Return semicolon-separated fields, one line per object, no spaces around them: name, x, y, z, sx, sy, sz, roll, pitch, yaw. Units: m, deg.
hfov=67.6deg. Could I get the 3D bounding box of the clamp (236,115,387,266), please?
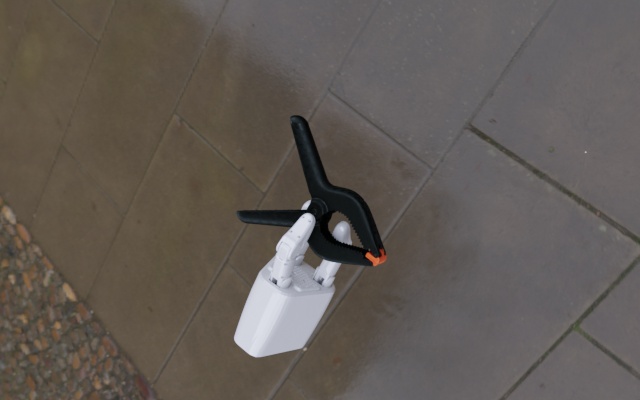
clamp;0.000;0.002;0.597;0.210;0.164;0.036;32;18;22
